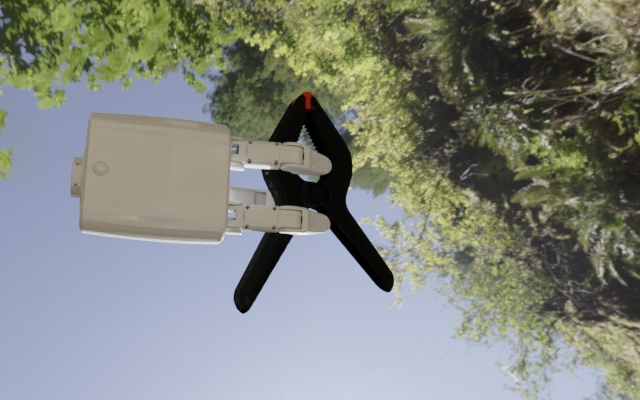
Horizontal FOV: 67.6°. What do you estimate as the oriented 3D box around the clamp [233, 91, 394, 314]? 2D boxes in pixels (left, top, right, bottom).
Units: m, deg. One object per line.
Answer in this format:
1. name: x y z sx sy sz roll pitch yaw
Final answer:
1. clamp: 0.000 0.001 0.467 0.164 0.210 0.036 5 -9 -26
